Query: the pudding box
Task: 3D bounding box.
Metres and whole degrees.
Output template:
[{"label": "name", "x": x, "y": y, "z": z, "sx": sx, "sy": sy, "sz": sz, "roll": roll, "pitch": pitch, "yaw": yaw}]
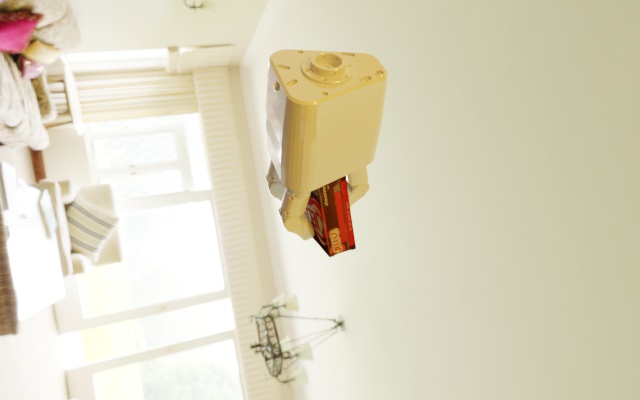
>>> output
[{"label": "pudding box", "x": 0.000, "y": 0.002, "z": 0.557, "sx": 0.039, "sy": 0.090, "sz": 0.113, "roll": -14, "pitch": 22, "yaw": -14}]
